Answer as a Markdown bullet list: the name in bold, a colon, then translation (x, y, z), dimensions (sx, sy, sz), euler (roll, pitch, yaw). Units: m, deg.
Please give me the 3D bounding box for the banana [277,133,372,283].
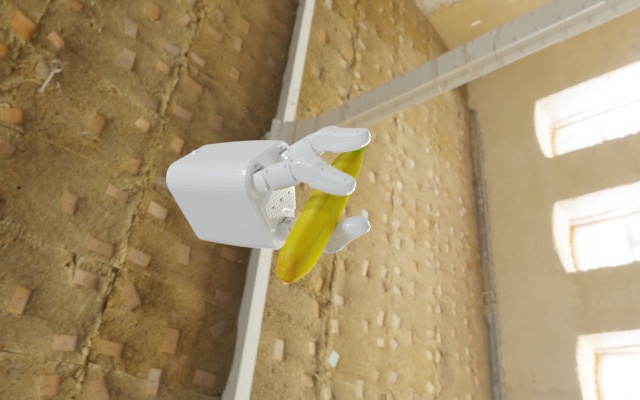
- **banana**: translation (0.000, 0.011, 0.475), dimensions (0.037, 0.197, 0.070), euler (20, -37, 10)
